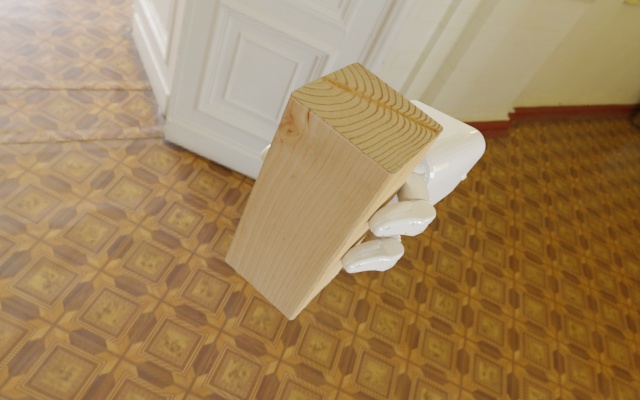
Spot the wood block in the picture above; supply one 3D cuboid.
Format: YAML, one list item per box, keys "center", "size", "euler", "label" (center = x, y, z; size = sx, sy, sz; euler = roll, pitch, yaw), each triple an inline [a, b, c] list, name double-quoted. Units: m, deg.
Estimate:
- center: [0.000, 0.001, 0.410]
  size: [0.090, 0.091, 0.206]
  euler: [-38, -16, -44]
  label: "wood block"
